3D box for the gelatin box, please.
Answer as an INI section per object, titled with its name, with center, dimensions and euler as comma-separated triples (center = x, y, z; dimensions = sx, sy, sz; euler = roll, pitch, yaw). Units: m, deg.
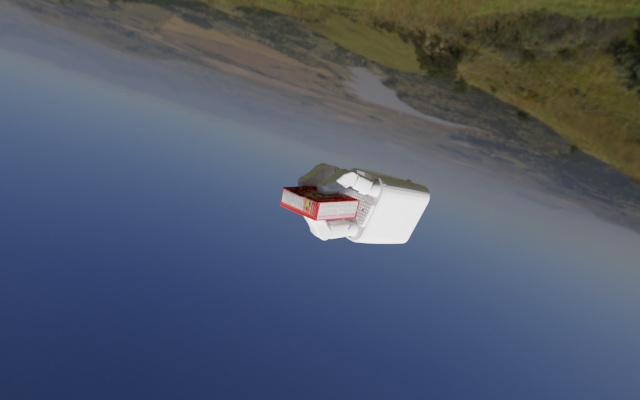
[gelatin box]
center = 0.000, 0.003, 0.675
dimensions = 0.073, 0.030, 0.089
euler = 23, 18, 41
